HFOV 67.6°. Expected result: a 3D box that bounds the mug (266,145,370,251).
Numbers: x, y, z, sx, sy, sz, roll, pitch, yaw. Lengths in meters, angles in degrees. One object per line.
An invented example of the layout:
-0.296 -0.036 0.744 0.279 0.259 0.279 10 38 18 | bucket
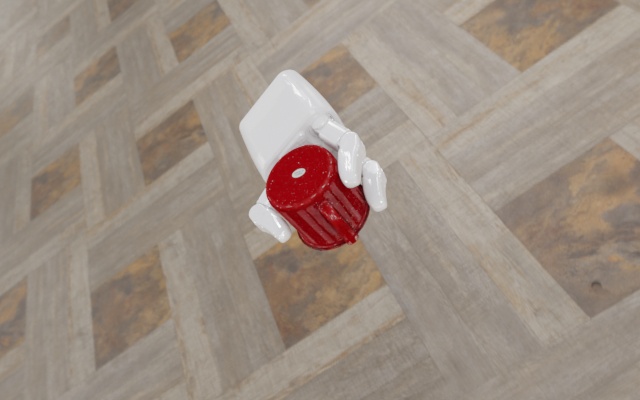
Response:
0.001 0.002 0.501 0.081 0.093 0.117 48 5 -47 | mug
